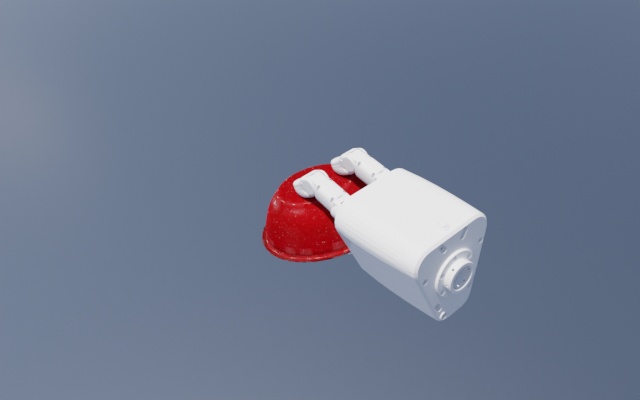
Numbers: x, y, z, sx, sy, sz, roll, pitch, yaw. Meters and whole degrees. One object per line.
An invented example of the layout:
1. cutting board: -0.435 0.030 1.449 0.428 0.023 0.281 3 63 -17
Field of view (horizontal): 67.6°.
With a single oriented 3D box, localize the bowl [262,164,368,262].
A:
1. bowl: -0.001 0.001 0.568 0.162 0.055 0.162 -13 29 8
